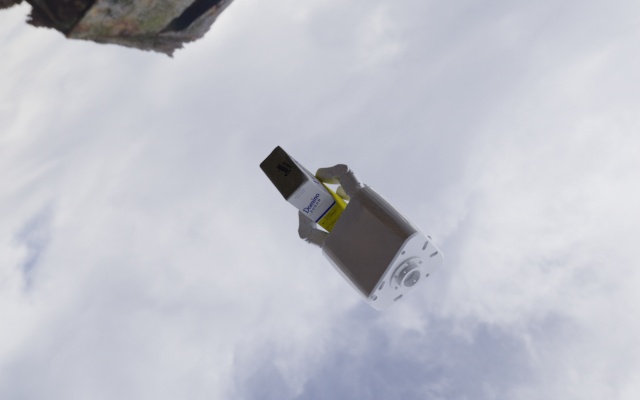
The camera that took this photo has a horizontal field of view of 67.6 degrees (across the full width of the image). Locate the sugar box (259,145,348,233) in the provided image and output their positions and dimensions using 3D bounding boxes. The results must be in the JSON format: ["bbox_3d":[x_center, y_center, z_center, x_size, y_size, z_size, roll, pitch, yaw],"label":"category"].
[{"bbox_3d":[0.001,0.002,0.662,0.176,0.048,0.093,42,5,-45],"label":"sugar box"}]
